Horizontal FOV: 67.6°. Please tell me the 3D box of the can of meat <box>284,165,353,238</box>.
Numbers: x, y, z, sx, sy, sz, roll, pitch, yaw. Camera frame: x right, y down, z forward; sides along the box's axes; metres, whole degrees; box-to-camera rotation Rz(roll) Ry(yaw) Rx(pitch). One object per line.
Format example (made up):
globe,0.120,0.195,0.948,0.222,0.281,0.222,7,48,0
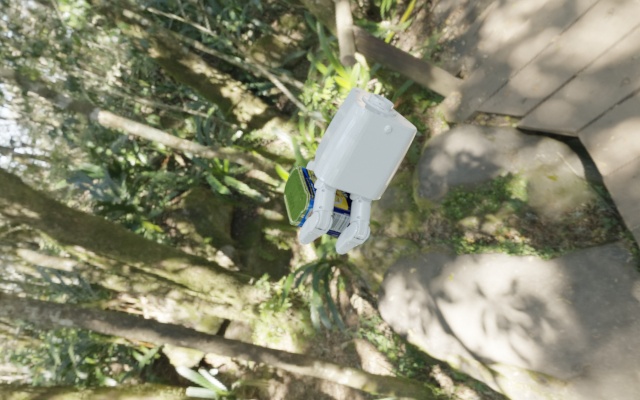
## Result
can of meat,0.000,0.002,0.663,0.084,0.057,0.102,17,29,-25
